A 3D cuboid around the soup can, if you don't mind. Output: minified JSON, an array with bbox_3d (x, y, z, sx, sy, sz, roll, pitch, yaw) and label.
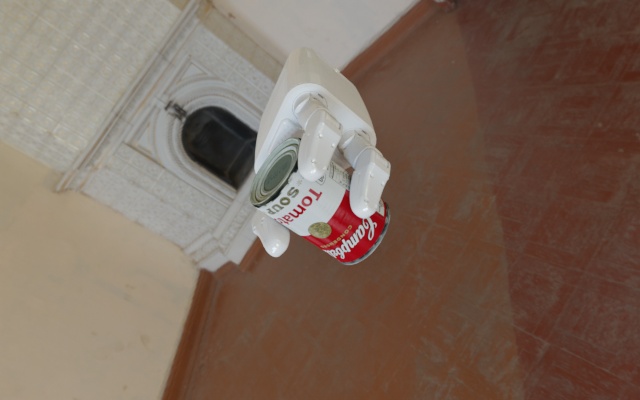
[{"bbox_3d":[0.000,0.002,0.404,0.102,0.068,0.068,35,-18,-27],"label":"soup can"}]
